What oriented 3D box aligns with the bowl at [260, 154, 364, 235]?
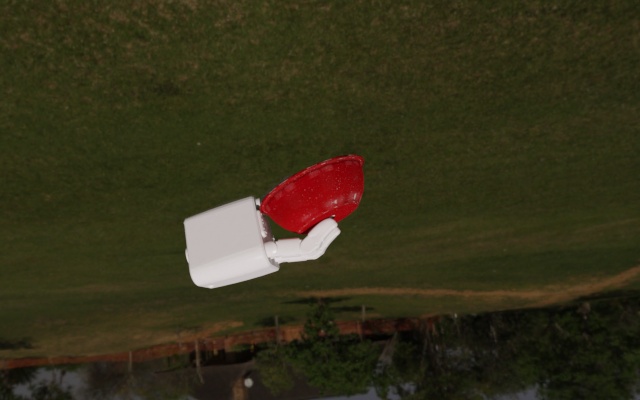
[{"bbox_3d":[0.001,0.002,0.659,0.162,0.055,0.162,-25,-15,-7],"label":"bowl"}]
